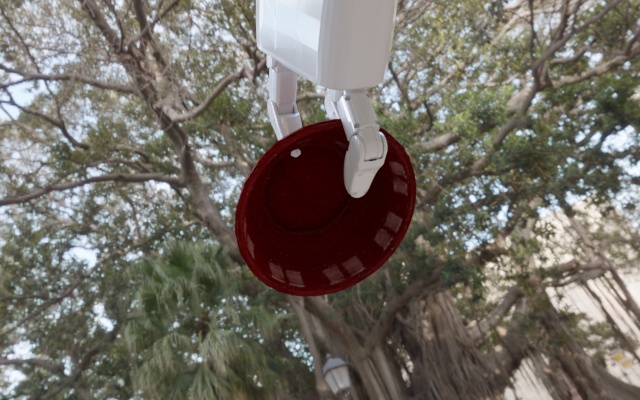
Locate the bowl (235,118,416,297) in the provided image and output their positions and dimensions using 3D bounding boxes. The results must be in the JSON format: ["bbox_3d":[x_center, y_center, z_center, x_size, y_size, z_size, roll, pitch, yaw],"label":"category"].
[{"bbox_3d":[0.000,0.002,0.416,0.162,0.162,0.055,0,23,-24],"label":"bowl"}]
